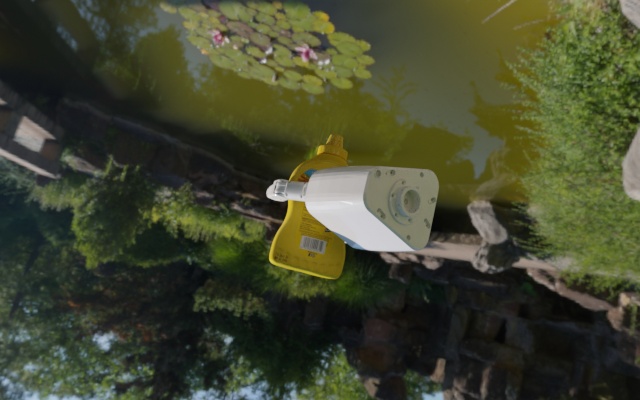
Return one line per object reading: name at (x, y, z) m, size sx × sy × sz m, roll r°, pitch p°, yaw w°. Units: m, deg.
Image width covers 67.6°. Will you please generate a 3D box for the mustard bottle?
mustard bottle at (0.000, 0.002, 0.639) m, size 0.096 × 0.191 × 0.058 m, roll 16°, pitch -11°, yaw -8°
